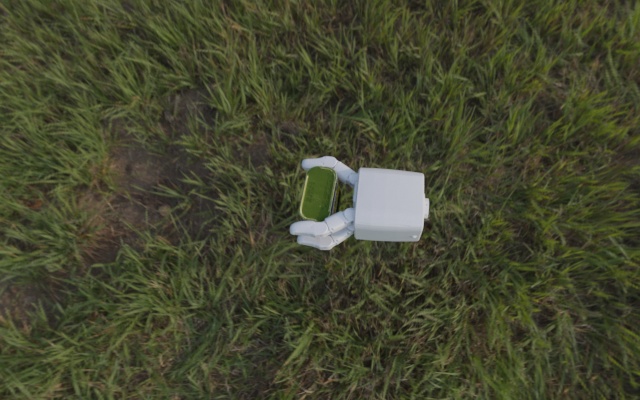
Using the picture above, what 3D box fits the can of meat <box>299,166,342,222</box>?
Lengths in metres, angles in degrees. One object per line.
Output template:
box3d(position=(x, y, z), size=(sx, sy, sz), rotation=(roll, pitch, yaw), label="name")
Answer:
box3d(position=(0.000, 0.002, 0.796), size=(0.057, 0.102, 0.084), rotation=(7, -19, 8), label="can of meat")
